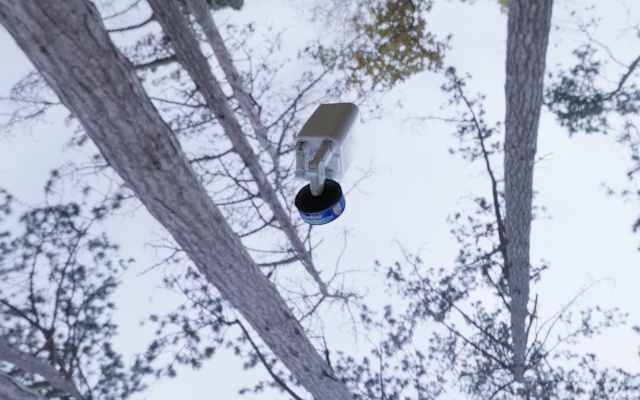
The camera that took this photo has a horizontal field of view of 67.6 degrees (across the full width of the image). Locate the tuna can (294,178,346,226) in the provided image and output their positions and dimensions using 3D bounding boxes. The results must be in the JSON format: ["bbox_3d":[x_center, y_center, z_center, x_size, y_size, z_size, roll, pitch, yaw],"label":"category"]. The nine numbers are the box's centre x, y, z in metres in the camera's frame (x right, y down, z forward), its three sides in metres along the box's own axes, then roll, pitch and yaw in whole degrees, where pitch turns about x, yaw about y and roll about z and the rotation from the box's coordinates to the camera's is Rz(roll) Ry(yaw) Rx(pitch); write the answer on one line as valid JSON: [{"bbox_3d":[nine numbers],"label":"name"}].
[{"bbox_3d":[0.000,0.003,0.825,0.086,0.034,0.086,-13,40,11],"label":"tuna can"}]
